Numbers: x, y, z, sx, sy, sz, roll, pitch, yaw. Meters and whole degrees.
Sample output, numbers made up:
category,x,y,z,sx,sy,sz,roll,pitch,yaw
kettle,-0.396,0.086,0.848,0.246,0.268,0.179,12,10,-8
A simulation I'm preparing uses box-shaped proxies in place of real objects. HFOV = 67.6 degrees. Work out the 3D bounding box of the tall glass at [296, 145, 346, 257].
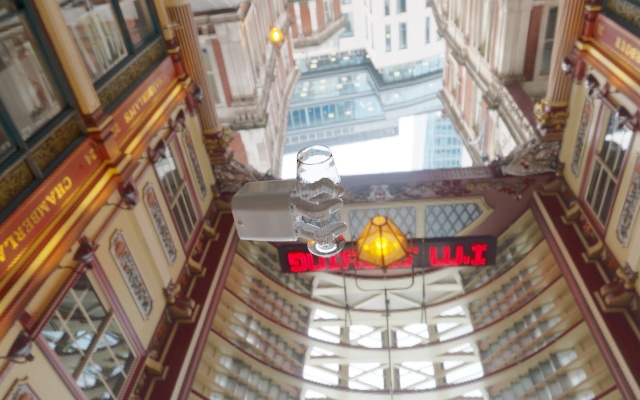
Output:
category,x,y,z,sx,sy,sz,roll,pitch,yaw
tall glass,0.000,0.003,0.858,0.079,0.201,0.079,-5,36,3
